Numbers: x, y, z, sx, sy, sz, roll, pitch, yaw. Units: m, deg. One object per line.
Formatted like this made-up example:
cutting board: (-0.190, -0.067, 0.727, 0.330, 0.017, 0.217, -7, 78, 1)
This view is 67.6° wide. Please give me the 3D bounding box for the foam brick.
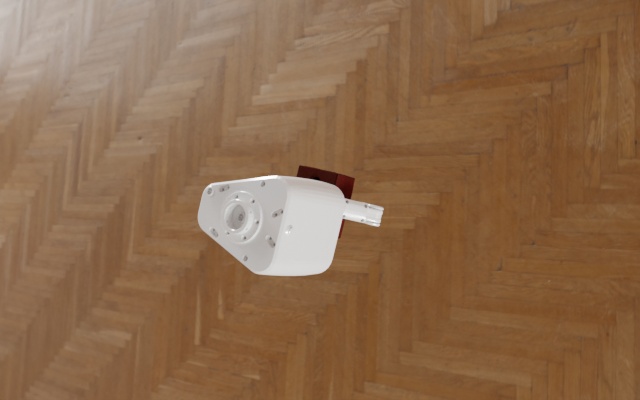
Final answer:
foam brick: (0.000, 0.002, 0.565, 0.053, 0.078, 0.051, 14, 2, 29)
